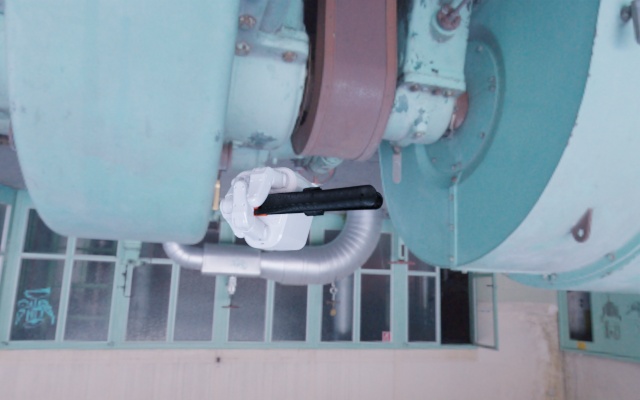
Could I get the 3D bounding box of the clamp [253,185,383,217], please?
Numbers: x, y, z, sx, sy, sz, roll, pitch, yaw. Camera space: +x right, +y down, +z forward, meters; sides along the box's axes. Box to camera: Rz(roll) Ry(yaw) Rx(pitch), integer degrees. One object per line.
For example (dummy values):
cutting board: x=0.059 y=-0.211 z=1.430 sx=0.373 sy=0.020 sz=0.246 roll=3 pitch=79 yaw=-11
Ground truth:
clamp: x=0.000 y=0.003 z=0.611 sx=0.171 sy=0.039 sz=0.120 roll=-2 pitch=-9 yaw=20
